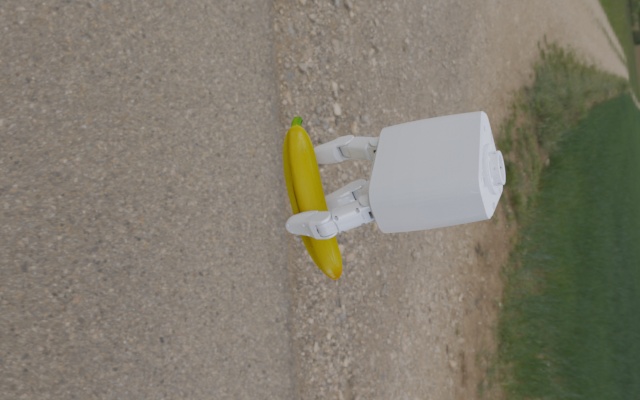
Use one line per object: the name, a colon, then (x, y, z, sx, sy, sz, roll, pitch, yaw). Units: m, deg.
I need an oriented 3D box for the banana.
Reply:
banana: (-0.008, 0.002, 0.534, 0.037, 0.198, 0.069, -10, 5, 24)
